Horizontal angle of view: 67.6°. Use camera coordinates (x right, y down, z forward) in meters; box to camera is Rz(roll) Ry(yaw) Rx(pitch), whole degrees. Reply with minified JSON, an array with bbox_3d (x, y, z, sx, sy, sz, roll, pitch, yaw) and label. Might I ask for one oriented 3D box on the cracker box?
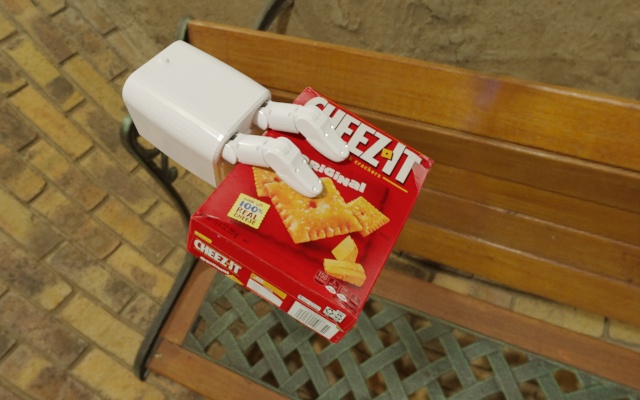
[{"bbox_3d":[0.000,0.002,0.471,0.164,0.213,0.072,32,-37,3],"label":"cracker box"}]
